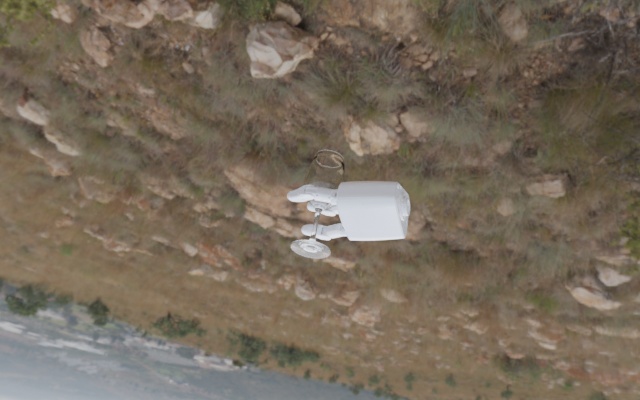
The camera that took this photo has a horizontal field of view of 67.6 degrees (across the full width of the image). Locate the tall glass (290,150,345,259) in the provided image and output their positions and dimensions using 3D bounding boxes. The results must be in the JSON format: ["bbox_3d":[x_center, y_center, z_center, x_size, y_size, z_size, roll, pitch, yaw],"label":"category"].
[{"bbox_3d":[0.000,0.004,0.900,0.079,0.201,0.079,9,-29,5],"label":"tall glass"}]
